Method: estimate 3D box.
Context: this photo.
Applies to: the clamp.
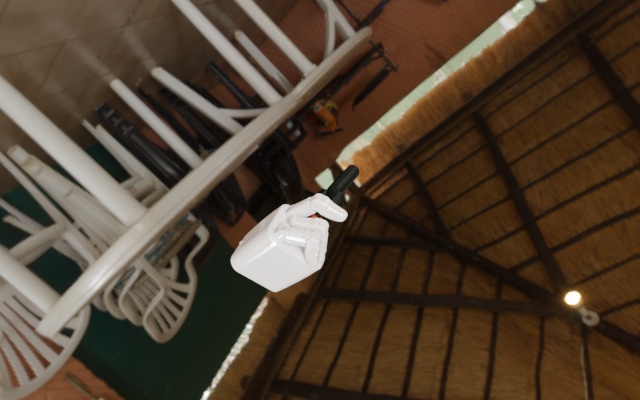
[{"bbox_3d":[0.001,0.003,0.825,0.120,0.039,0.171,-32,14,32],"label":"clamp"}]
